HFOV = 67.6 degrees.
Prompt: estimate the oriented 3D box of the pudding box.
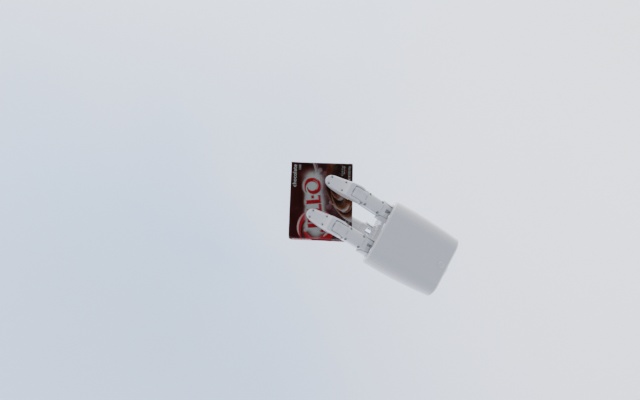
[{"bbox_3d":[0.000,0.002,0.694,0.090,0.113,0.039,2,-9,-3],"label":"pudding box"}]
